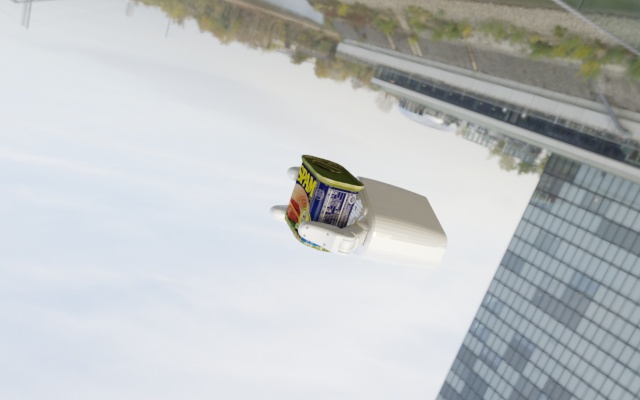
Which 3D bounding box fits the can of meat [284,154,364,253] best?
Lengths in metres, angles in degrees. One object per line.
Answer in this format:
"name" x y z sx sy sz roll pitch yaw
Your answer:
"can of meat" 0.000 0.002 0.563 0.057 0.084 0.102 12 17 -22
